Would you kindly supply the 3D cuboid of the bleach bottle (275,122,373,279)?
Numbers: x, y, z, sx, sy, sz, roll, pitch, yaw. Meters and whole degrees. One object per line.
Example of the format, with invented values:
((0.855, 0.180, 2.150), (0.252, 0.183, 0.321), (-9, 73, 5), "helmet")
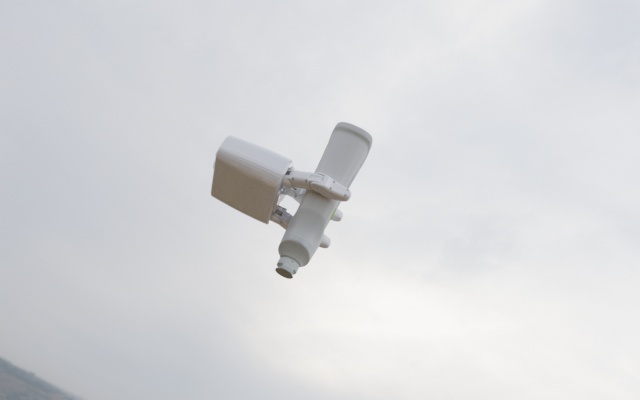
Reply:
((0.000, 0.002, 0.723), (0.068, 0.250, 0.103), (25, -31, 4), "bleach bottle")
